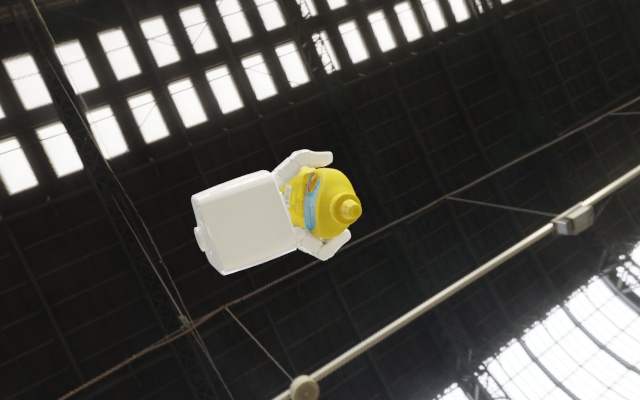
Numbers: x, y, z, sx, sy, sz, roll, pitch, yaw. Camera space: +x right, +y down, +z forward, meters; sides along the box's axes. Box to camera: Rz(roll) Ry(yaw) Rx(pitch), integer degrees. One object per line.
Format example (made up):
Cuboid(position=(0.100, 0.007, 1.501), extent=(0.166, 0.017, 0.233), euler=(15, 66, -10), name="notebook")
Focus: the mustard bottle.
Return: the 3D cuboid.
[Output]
Cuboid(position=(0.000, 0.002, 0.669), extent=(0.058, 0.096, 0.191), euler=(6, 4, -27), name="mustard bottle")
